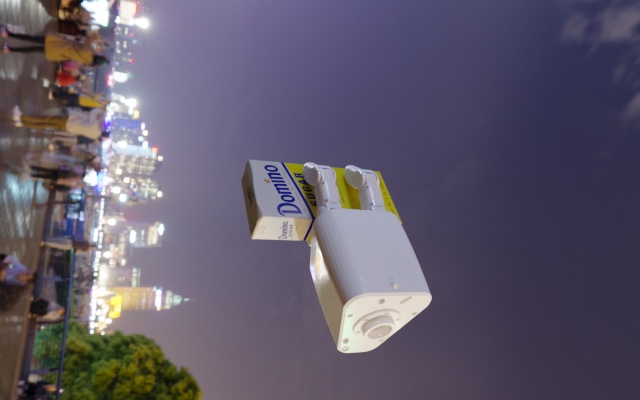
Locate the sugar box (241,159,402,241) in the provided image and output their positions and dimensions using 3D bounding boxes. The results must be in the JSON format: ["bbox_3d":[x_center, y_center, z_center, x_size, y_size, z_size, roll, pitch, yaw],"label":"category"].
[{"bbox_3d":[0.000,0.002,0.570,0.176,0.093,0.048,5,-46,-25],"label":"sugar box"}]
